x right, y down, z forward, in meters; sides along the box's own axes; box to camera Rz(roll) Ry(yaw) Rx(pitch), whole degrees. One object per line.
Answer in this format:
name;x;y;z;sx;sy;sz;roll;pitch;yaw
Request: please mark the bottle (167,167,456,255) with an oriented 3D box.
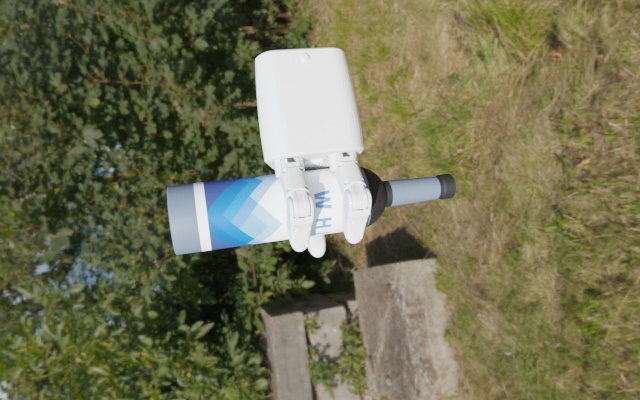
bottle;0.000;0.002;0.490;0.296;0.069;0.069;-7;2;-13
